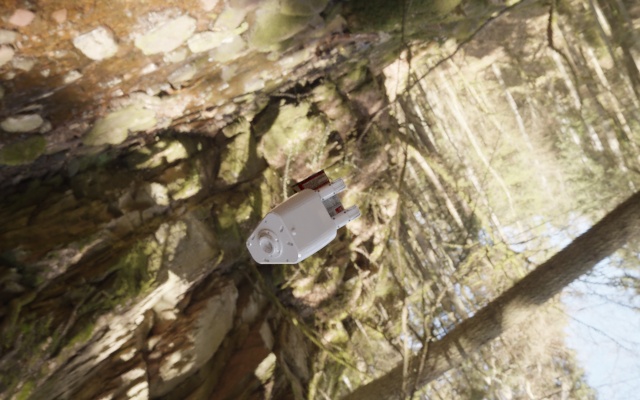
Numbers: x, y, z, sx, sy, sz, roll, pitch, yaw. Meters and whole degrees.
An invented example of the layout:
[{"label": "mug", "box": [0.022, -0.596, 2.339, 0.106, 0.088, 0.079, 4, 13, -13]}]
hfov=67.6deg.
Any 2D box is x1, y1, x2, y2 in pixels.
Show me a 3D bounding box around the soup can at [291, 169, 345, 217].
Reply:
[{"label": "soup can", "box": [0.000, 0.003, 0.870, 0.068, 0.102, 0.068, -29, 2, 1]}]
